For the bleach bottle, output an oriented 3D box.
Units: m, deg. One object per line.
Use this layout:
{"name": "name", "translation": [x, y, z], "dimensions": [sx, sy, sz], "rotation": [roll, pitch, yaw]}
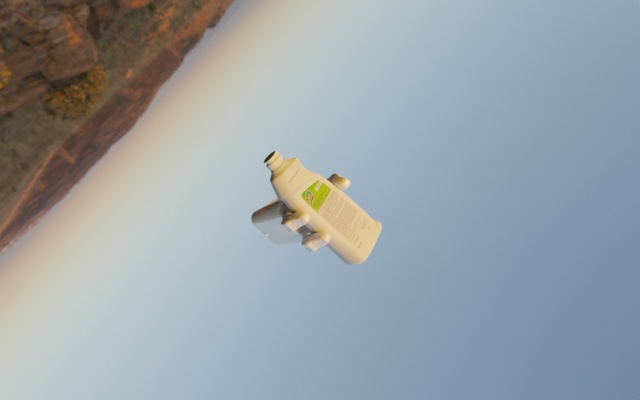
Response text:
{"name": "bleach bottle", "translation": [0.000, 0.003, 0.853], "dimensions": [0.251, 0.102, 0.068], "rotation": [45, -36, -22]}
